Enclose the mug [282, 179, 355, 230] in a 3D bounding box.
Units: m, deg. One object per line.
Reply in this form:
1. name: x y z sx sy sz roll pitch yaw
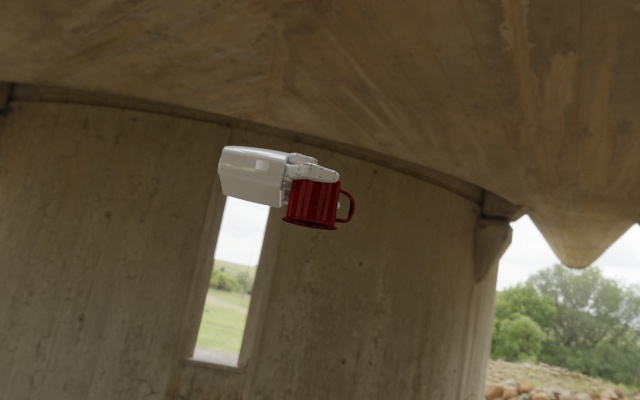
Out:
1. mug: 0.002 0.003 0.795 0.117 0.081 0.093 10 -10 -1
